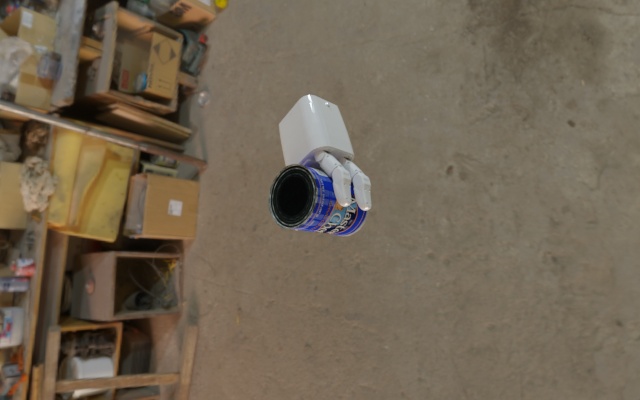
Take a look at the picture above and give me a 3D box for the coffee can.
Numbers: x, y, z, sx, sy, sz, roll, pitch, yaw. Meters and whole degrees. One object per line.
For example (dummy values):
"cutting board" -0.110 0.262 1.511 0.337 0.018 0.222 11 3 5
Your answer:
"coffee can" 0.000 0.003 0.788 0.103 0.103 0.140 0 -8 40
